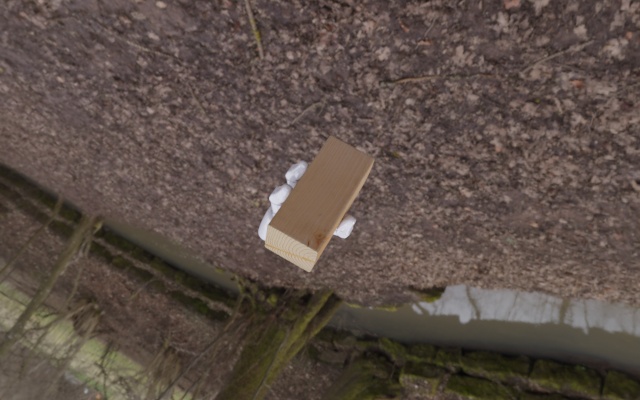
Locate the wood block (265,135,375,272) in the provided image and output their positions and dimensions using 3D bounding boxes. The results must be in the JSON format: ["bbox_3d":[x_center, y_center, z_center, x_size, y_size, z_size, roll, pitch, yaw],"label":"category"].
[{"bbox_3d":[0.000,0.003,0.807,0.091,0.206,0.090,29,-29,6],"label":"wood block"}]
